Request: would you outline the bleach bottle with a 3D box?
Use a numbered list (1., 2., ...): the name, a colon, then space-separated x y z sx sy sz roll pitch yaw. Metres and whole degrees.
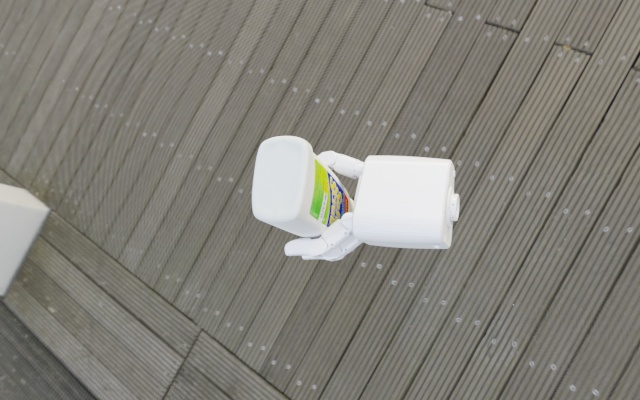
1. bleach bottle: 0.000 0.002 0.633 0.068 0.102 0.251 2 -10 23
